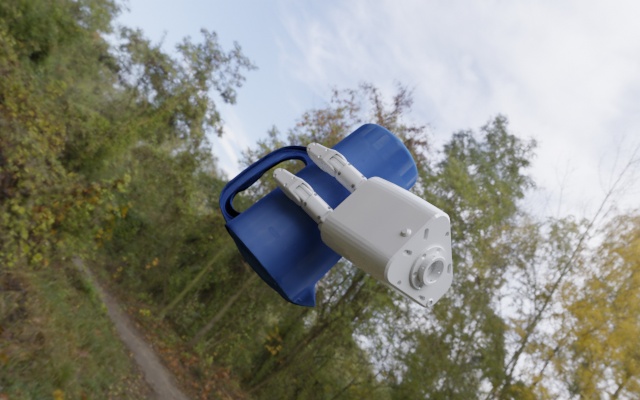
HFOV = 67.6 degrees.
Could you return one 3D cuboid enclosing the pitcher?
[{"bbox_3d":[0.000,0.002,0.620,0.243,0.149,0.145,-41,39,-14],"label":"pitcher"}]
